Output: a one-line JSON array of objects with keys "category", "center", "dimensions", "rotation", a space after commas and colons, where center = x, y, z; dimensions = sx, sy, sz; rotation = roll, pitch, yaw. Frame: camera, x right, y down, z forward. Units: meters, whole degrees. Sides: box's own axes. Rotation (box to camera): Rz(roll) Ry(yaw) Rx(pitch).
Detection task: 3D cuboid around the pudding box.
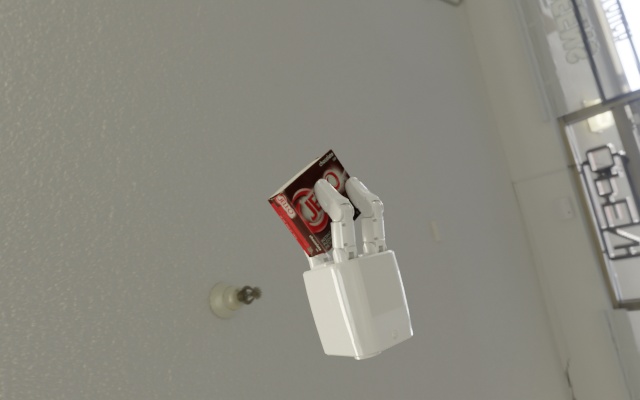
[{"category": "pudding box", "center": [0.000, 0.002, 0.591], "dimensions": [0.039, 0.090, 0.113], "rotation": [-24, 15, 43]}]
